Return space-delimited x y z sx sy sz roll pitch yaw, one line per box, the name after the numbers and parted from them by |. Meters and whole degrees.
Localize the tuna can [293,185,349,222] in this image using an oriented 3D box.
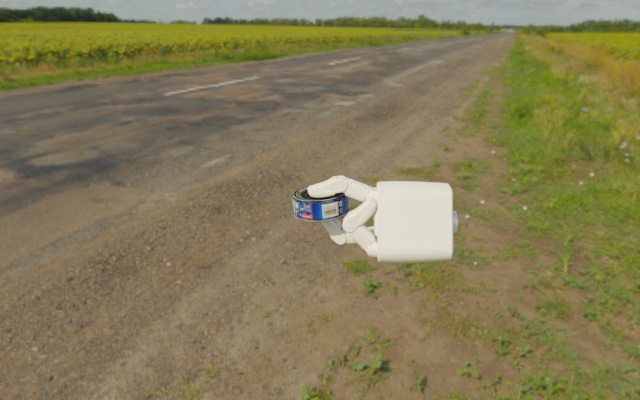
0.000 0.002 0.733 0.086 0.034 0.086 -5 19 2 | tuna can
